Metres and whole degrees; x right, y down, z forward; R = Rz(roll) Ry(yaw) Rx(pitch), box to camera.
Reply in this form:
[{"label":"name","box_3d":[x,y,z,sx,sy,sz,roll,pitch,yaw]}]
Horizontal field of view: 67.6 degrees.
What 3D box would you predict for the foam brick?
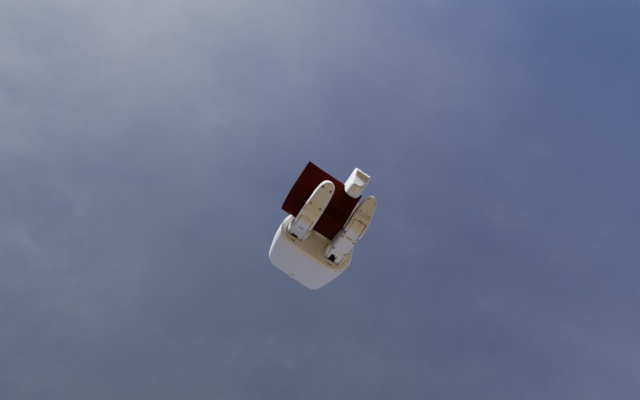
[{"label":"foam brick","box_3d":[0.000,0.002,0.586,0.078,0.053,0.051,34,-29,-1]}]
